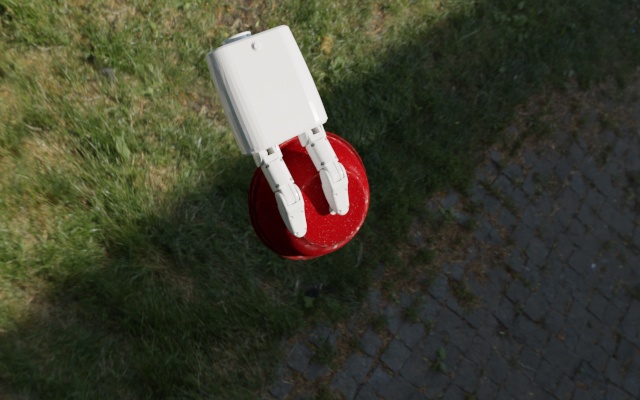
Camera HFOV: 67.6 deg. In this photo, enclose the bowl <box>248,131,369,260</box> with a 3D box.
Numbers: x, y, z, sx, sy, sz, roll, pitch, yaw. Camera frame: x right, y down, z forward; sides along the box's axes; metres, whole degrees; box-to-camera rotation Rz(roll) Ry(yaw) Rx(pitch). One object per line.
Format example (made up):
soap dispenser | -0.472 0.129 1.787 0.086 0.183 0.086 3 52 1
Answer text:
bowl | 0.001 0.003 0.559 0.162 0.162 0.055 0 14 -29
